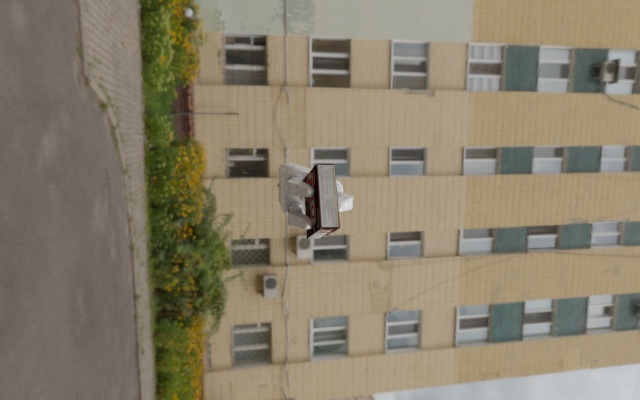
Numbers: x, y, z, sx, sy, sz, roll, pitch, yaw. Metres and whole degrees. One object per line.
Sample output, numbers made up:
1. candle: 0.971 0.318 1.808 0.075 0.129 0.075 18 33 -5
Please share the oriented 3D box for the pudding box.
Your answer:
1. pudding box: 0.000 0.003 0.812 0.039 0.113 0.090 -2 -14 -16
